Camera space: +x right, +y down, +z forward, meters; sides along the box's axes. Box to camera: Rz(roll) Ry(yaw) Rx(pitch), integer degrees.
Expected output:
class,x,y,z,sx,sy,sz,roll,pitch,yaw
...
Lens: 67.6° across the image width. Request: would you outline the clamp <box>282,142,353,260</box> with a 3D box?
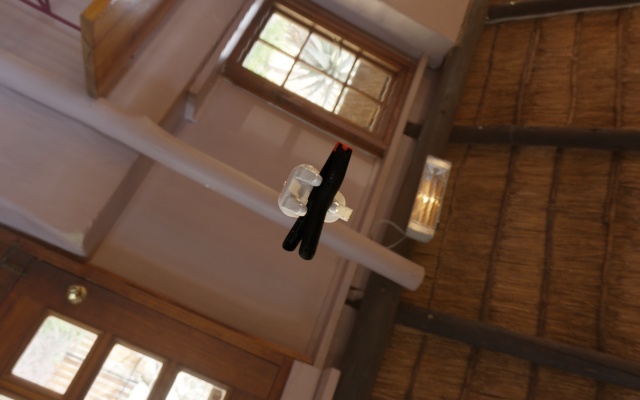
class,x,y,z,sx,sy,sz,roll,pitch,yaw
clamp,0.001,0.002,0.782,0.036,0.210,0.164,27,0,-13
